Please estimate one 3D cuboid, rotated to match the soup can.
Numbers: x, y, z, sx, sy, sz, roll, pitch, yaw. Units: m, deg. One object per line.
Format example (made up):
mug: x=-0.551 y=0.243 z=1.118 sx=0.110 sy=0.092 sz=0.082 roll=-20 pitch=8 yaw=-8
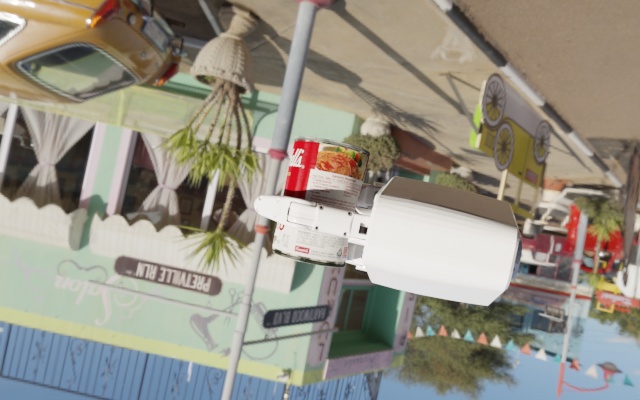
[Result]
soup can: x=-0.001 y=0.002 z=0.419 sx=0.068 sy=0.102 sz=0.068 roll=12 pitch=0 yaw=0
